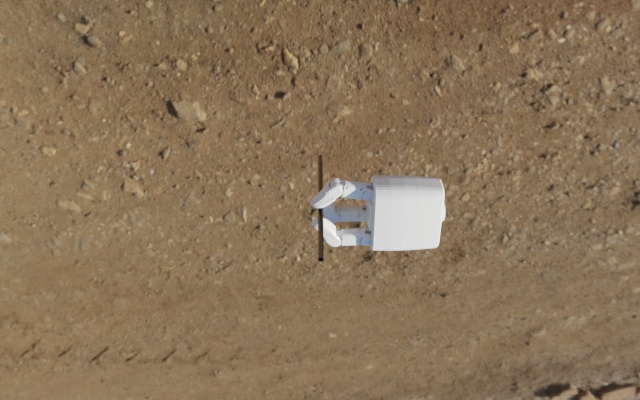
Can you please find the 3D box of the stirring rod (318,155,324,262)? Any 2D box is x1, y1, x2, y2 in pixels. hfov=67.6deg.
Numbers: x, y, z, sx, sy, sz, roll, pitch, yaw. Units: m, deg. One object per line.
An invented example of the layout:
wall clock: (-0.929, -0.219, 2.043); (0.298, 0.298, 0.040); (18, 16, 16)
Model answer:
stirring rod: (0.000, 0.002, 0.749); (0.011, 0.011, 0.239); (0, 41, 0)
